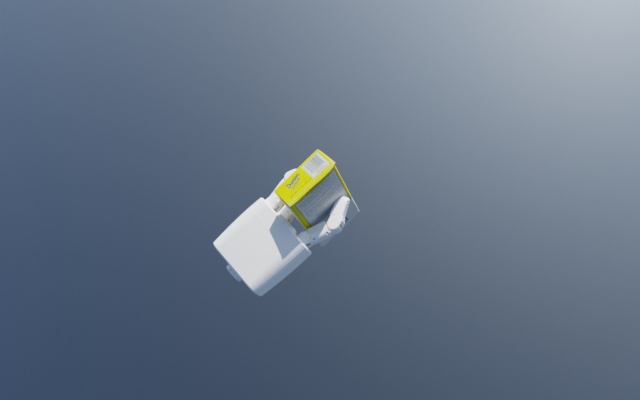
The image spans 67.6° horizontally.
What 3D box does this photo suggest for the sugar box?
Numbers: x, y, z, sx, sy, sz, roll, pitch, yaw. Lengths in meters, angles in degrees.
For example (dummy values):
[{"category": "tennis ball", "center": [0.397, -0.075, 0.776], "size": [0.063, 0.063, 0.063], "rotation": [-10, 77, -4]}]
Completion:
[{"category": "sugar box", "center": [0.000, 0.002, 0.761], "size": [0.048, 0.093, 0.176], "rotation": [44, -7, 27]}]
